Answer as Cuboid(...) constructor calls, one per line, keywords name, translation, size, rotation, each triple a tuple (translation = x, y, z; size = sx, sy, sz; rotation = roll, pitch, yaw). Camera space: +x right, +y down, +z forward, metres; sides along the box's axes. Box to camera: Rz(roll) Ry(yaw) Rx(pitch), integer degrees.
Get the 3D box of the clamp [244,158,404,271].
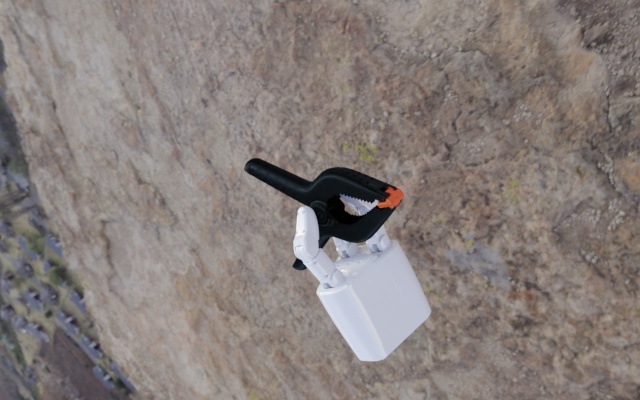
Cuboid(name="clamp", translation=(0.000, 0.002, 0.567), size=(0.210, 0.164, 0.036), rotation=(-18, 16, 46))
